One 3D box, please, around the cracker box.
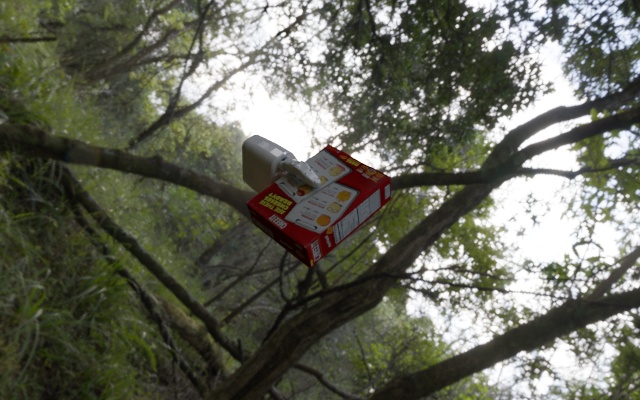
[{"bbox_3d":[0.000,0.003,0.880,0.213,0.072,0.164,-38,50,-24],"label":"cracker box"}]
